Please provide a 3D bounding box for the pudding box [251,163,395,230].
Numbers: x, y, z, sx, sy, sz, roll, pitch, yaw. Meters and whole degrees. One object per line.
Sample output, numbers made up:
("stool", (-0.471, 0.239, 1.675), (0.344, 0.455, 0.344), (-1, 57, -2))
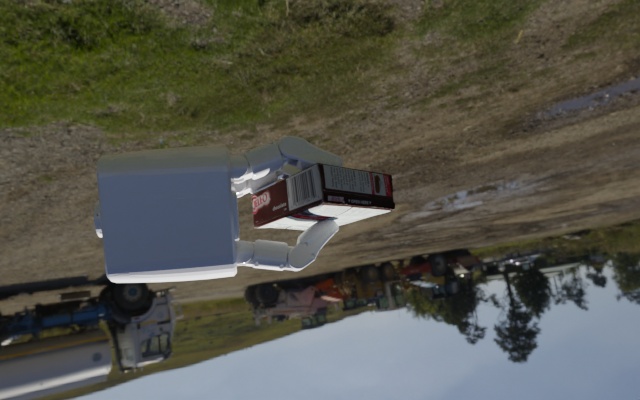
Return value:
("pudding box", (0.000, 0.002, 0.457), (0.090, 0.039, 0.113), (5, -15, -38))
